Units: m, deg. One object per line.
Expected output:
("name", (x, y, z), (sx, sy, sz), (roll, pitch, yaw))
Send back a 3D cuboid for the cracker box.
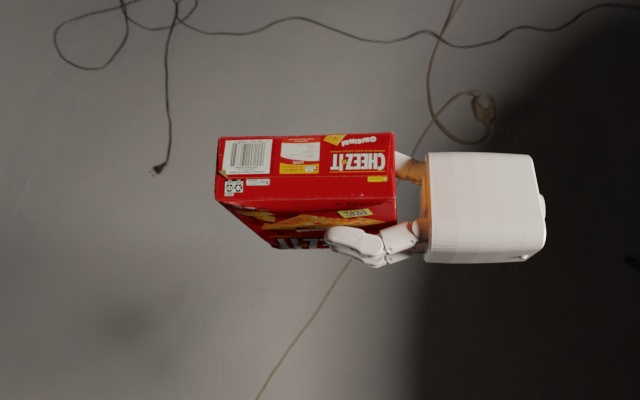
("cracker box", (0.000, 0.001, 0.518), (0.164, 0.072, 0.214), (-1, -18, 9))
